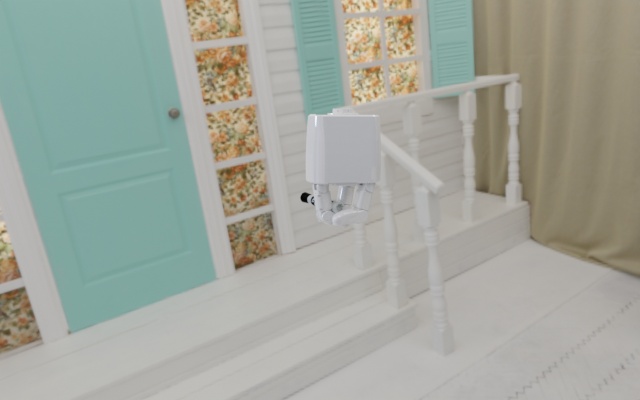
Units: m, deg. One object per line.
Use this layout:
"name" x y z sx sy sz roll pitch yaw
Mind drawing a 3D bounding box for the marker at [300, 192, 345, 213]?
"marker" 0.000 0.003 0.807 0.020 0.020 0.121 0 9 -31
